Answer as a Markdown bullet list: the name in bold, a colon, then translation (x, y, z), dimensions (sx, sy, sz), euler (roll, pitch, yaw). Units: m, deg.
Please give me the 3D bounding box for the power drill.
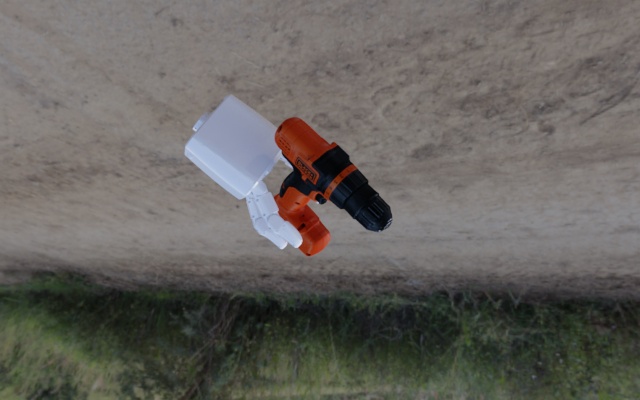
- **power drill**: translation (0.000, 0.002, 0.643), dimensions (0.057, 0.184, 0.188), euler (-35, -16, -32)
